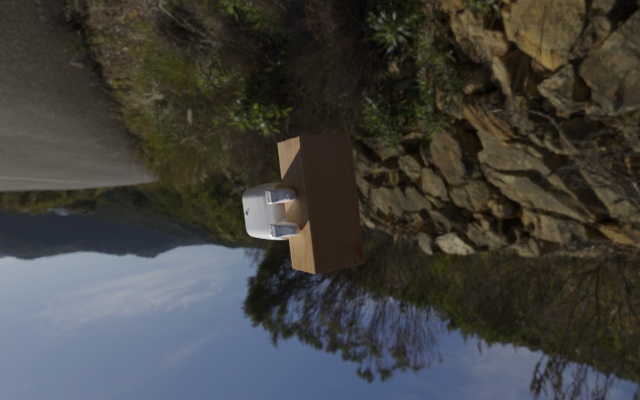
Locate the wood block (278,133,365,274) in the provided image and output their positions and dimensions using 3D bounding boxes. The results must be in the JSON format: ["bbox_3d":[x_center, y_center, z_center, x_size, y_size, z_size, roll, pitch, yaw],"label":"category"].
[{"bbox_3d":[0.000,0.003,0.760,0.091,0.206,0.090,-8,3,-29],"label":"wood block"}]
